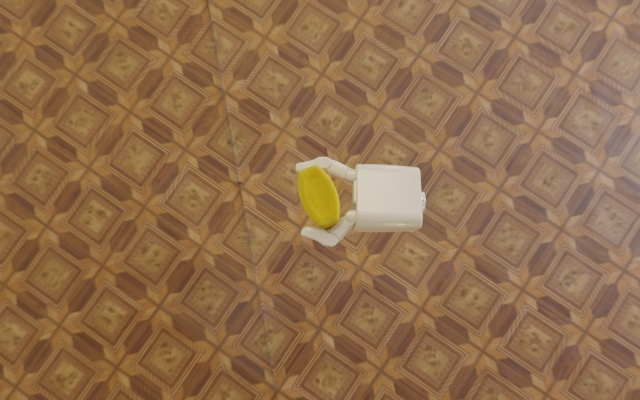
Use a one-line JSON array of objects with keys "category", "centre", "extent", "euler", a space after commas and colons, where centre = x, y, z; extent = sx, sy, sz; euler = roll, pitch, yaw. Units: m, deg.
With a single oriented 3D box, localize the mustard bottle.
[{"category": "mustard bottle", "centre": [0.000, 0.003, 0.817], "extent": [0.058, 0.096, 0.191], "euler": [-23, -6, -1]}]
